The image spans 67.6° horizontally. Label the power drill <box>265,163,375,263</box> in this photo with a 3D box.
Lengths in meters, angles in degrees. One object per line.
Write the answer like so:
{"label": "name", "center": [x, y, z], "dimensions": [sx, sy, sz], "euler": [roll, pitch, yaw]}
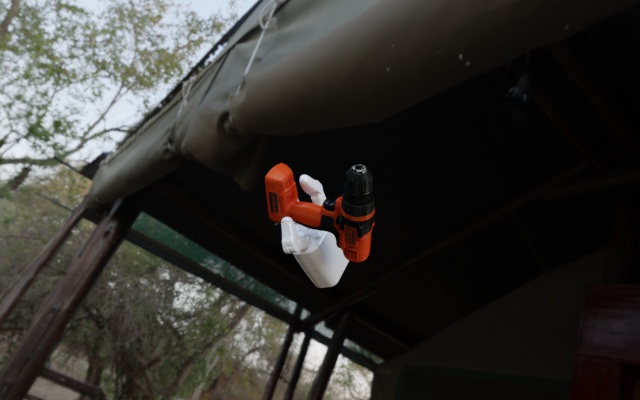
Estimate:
{"label": "power drill", "center": [0.000, 0.003, 0.775], "dimensions": [0.187, 0.185, 0.057], "euler": [21, 42, 26]}
